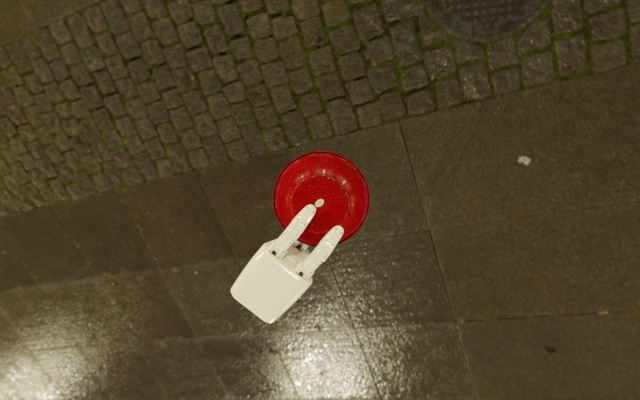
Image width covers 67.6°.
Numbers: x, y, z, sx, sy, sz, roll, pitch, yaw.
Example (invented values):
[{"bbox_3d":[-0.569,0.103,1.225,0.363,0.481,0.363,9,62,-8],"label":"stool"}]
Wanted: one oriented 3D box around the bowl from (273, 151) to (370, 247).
[{"bbox_3d":[0.001,0.001,0.765,0.162,0.162,0.055,0,8,3],"label":"bowl"}]
